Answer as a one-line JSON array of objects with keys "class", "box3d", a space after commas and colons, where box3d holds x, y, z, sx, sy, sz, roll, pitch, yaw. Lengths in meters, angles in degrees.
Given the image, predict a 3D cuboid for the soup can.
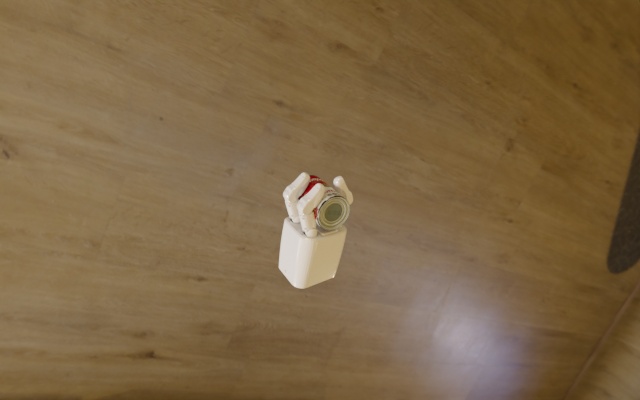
[{"class": "soup can", "box3d": [0.000, 0.003, 0.873, 0.068, 0.068, 0.102, 0, 24, -31]}]
